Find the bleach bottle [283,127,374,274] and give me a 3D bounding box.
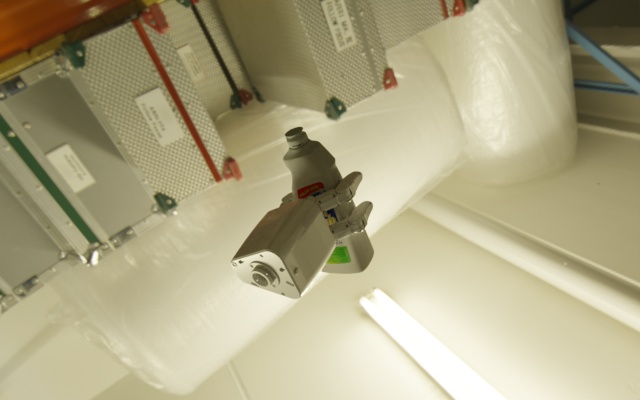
[{"bbox_3d":[0.000,0.002,0.741,0.102,0.251,0.068,-2,36,34],"label":"bleach bottle"}]
